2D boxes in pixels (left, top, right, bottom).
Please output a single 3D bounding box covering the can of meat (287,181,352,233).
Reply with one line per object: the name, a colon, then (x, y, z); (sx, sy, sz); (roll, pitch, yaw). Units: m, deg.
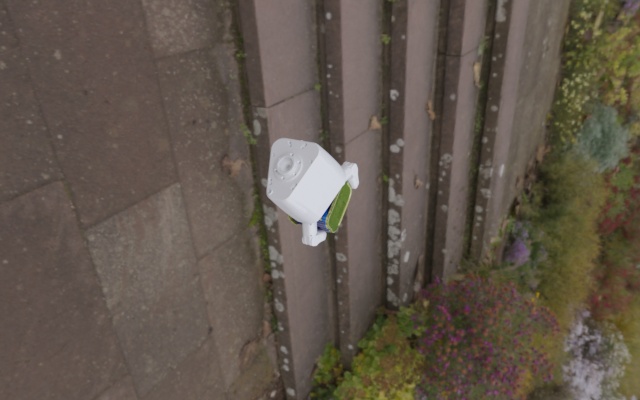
can of meat: (0.000, 0.003, 0.871); (0.084, 0.102, 0.057); (13, -18, 28)
